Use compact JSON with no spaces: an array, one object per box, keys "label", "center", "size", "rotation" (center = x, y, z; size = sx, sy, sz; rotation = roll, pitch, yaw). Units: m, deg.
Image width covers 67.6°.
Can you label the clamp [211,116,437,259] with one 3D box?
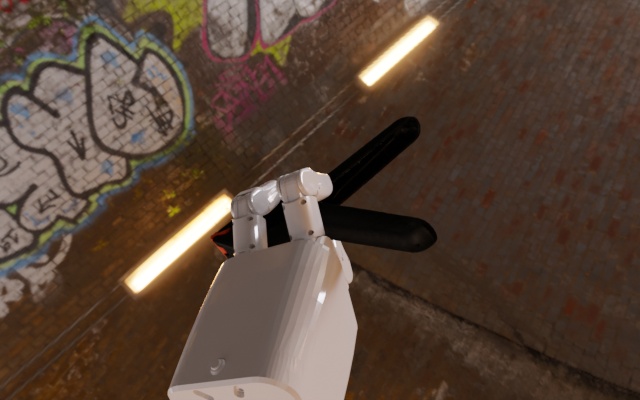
[{"label":"clamp","center":[0.000,0.002,0.414],"size":[0.210,0.036,0.164],"rotation":[-17,32,27]}]
